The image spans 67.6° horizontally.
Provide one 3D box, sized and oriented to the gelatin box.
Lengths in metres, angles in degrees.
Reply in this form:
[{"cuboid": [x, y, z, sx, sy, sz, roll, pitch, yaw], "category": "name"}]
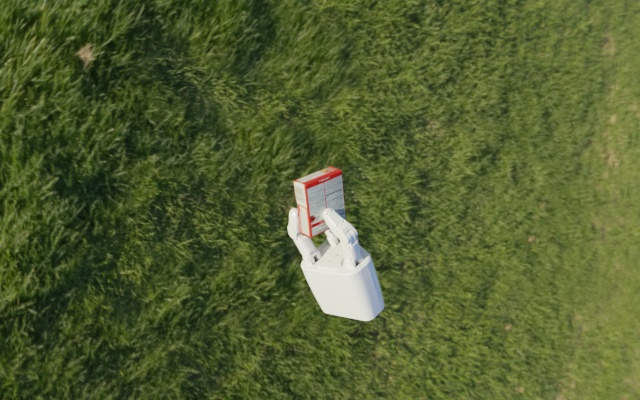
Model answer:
[{"cuboid": [0.000, 0.002, 0.714, 0.073, 0.089, 0.030, -24, 30, -34], "category": "gelatin box"}]
